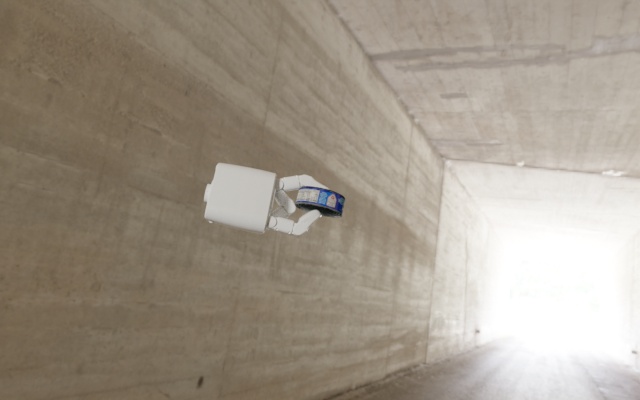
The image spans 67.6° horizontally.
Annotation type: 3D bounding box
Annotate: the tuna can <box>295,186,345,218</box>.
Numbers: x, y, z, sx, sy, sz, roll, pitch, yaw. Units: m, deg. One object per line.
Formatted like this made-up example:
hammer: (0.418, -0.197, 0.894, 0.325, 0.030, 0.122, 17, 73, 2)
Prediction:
tuna can: (0.000, 0.002, 0.846, 0.086, 0.033, 0.086, 13, -11, 3)
